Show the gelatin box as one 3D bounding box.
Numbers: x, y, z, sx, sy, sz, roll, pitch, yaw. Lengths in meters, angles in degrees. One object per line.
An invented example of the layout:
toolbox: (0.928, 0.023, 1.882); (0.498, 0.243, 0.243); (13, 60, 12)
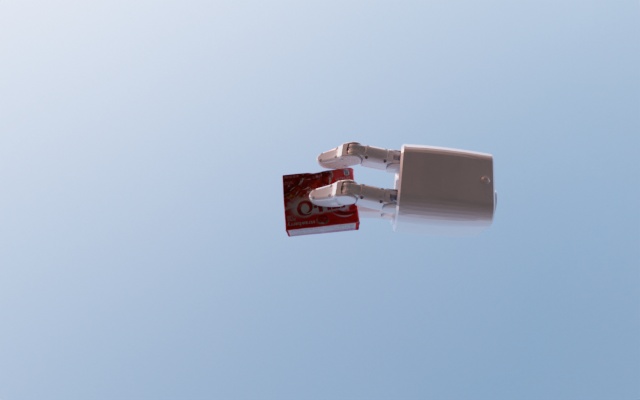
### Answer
gelatin box: (0.000, 0.002, 0.581); (0.089, 0.073, 0.030); (-6, -23, 1)
